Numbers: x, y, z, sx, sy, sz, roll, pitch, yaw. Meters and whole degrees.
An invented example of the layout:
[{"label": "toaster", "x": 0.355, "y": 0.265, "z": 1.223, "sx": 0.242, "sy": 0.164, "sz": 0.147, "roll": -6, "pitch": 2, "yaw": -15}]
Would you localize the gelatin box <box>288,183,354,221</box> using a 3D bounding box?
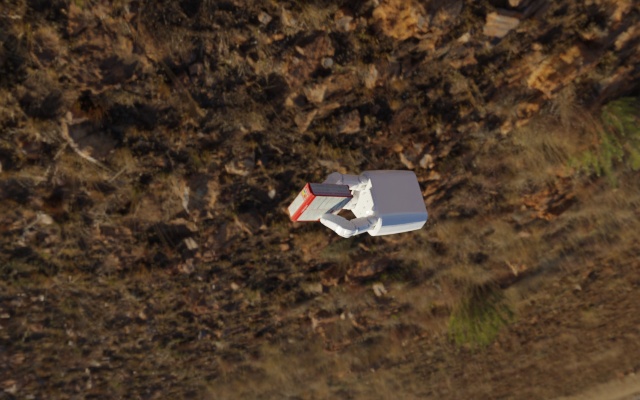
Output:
[{"label": "gelatin box", "x": 0.000, "y": 0.003, "z": 0.810, "sx": 0.089, "sy": 0.030, "sz": 0.073, "roll": 1, "pitch": -36, "yaw": -38}]
